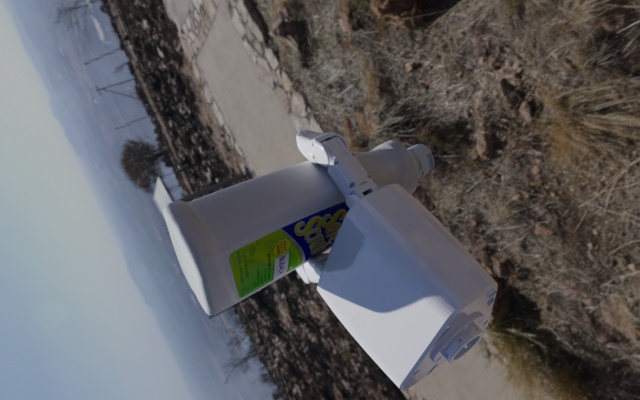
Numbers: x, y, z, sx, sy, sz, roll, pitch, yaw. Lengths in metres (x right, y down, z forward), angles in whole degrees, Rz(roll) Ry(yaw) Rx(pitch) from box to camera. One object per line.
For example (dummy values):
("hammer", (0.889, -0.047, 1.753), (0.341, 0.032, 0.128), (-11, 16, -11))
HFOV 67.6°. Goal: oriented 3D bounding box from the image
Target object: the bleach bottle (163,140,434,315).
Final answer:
("bleach bottle", (0.000, 0.001, 0.418), (0.251, 0.103, 0.068), (-26, 54, -23))
